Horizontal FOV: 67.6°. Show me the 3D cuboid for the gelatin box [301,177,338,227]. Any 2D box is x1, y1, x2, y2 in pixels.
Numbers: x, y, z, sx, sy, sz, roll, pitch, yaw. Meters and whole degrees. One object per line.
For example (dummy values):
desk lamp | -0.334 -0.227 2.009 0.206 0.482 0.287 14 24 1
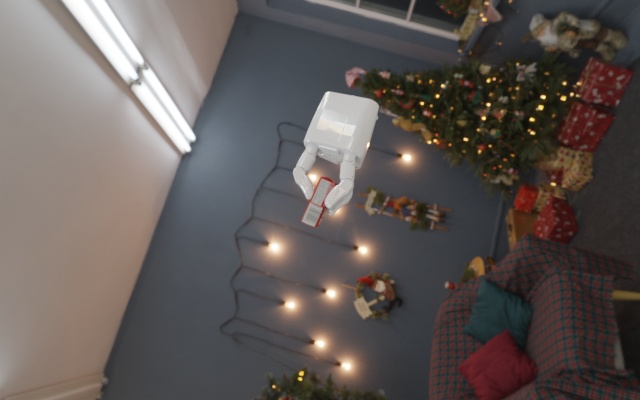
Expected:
gelatin box | 0.000 0.003 0.856 0.030 0.089 0.073 24 1 5
